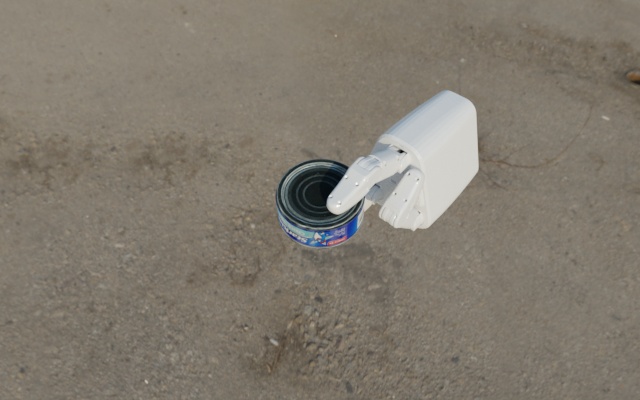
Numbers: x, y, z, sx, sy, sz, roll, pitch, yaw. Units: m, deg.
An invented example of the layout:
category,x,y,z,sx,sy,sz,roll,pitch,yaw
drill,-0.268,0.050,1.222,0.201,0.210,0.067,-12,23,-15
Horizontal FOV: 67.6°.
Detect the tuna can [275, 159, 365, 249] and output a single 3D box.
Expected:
category,x,y,z,sx,sy,sz,roll,pitch,yaw
tuna can,0.000,0.001,0.458,0.086,0.086,0.034,0,-36,1
